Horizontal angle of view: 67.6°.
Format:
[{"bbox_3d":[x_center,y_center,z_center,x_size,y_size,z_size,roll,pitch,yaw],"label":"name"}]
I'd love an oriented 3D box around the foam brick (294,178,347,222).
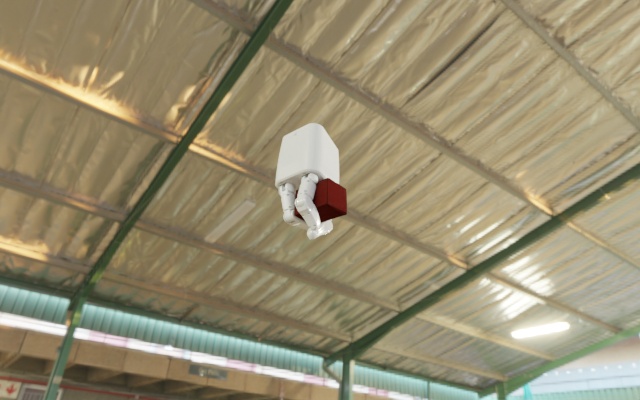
[{"bbox_3d":[0.000,0.003,0.823,0.078,0.051,0.053,-20,-35,36],"label":"foam brick"}]
